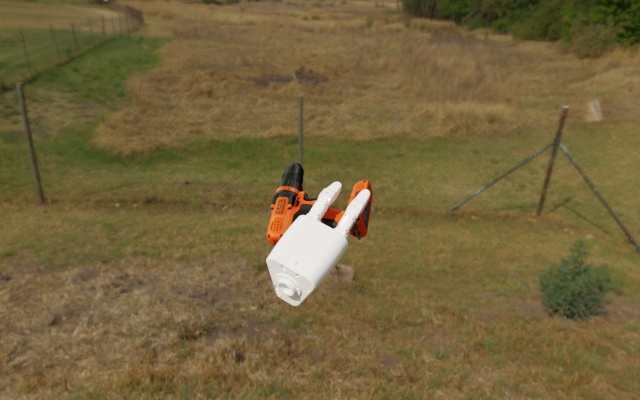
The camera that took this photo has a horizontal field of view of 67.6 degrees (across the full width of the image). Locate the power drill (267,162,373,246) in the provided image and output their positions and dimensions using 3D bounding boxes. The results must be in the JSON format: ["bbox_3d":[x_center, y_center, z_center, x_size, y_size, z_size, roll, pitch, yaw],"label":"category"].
[{"bbox_3d":[0.001,0.003,0.898,0.187,0.184,0.057,-1,-33,19],"label":"power drill"}]
